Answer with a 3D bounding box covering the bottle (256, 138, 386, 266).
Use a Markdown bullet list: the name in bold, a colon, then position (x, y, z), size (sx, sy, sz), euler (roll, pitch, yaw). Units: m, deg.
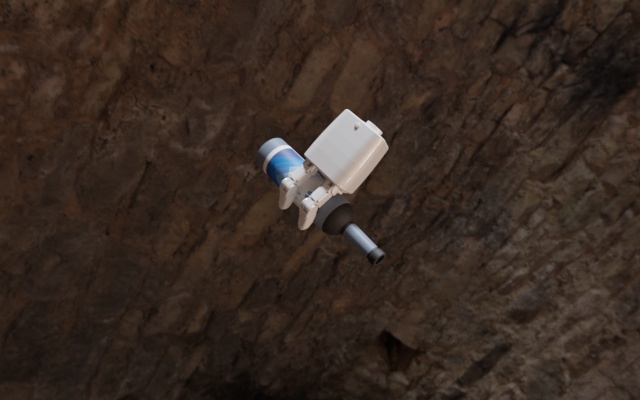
- **bottle**: position (0.000, 0.003, 0.818), size (0.295, 0.069, 0.069), euler (44, 24, 27)
